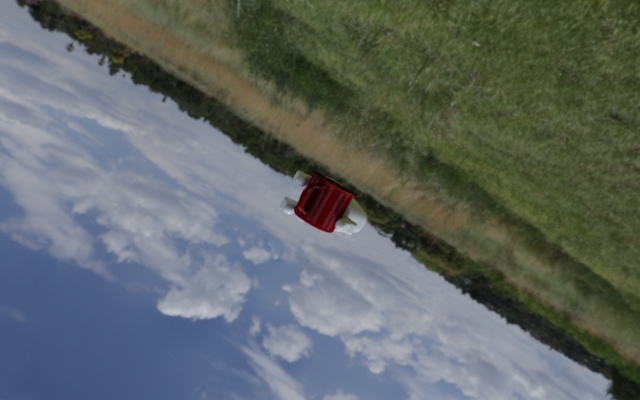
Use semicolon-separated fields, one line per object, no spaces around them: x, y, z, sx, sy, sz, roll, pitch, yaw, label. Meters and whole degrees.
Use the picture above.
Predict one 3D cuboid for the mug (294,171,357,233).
-0.001;0.003;0.834;0.093;0.081;0.117;32;7;28;mug
